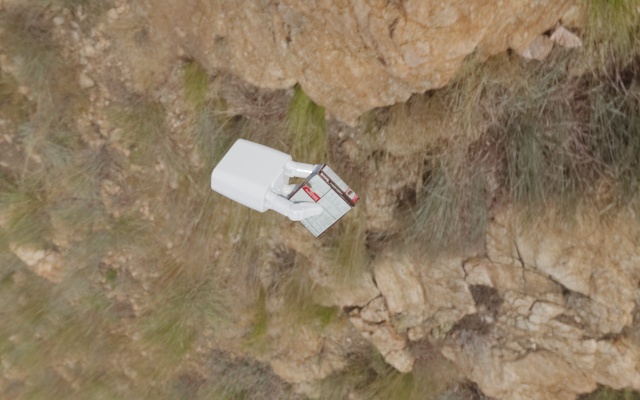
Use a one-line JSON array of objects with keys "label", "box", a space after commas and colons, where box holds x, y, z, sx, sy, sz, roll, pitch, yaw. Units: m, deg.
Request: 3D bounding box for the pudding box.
[{"label": "pudding box", "box": [0.000, 0.003, 0.847, 0.113, 0.090, 0.039, -41, 7, 40]}]
